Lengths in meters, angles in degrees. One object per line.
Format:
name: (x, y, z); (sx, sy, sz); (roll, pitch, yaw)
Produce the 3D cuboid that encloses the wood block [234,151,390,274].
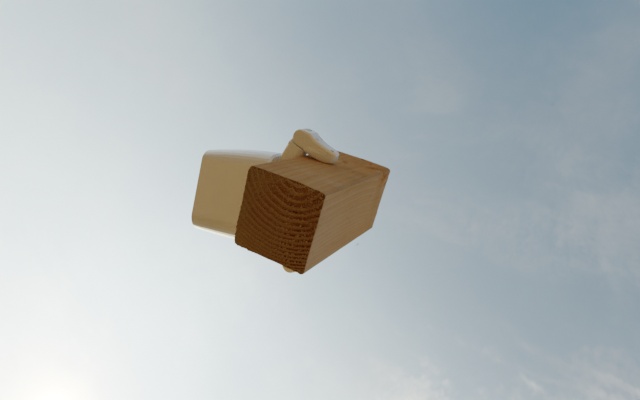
wood block: (0.000, 0.001, 0.567); (0.090, 0.091, 0.206); (21, 19, 20)
